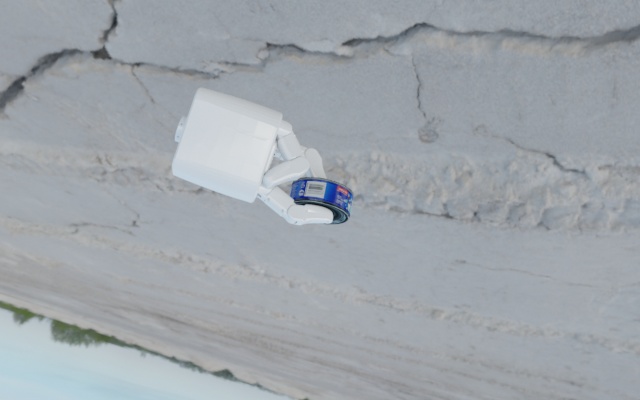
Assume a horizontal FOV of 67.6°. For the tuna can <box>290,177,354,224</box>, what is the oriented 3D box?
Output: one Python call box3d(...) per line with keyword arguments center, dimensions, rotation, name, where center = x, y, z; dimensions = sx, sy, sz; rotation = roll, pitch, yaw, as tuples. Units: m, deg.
box3d(center=(0.000, 0.003, 0.637), dimensions=(0.086, 0.033, 0.086), rotation=(10, -21, 4), name="tuna can")
